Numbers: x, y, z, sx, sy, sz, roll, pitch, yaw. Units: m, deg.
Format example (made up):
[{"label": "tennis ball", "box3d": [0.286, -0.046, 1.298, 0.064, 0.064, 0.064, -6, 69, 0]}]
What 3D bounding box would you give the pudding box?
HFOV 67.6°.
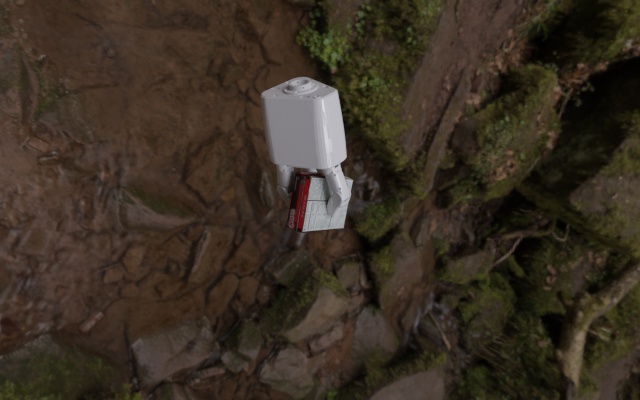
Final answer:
[{"label": "pudding box", "box3d": [0.000, 0.002, 0.762, 0.039, 0.090, 0.113, 19, 12, 39]}]
